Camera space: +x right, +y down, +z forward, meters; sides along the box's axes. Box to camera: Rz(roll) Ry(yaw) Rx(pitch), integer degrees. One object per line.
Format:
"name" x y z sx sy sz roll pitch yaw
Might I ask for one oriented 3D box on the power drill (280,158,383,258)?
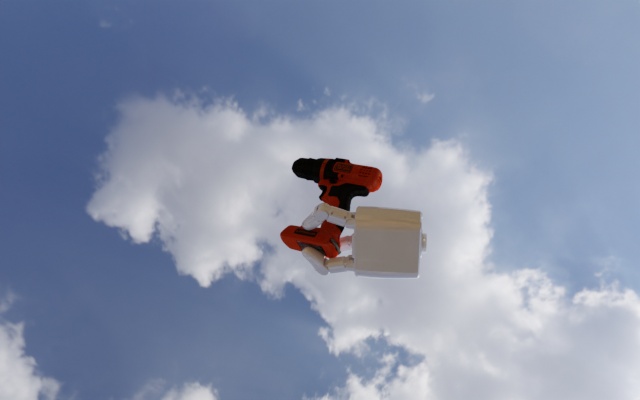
"power drill" 0.000 0.003 0.861 0.184 0.187 0.057 10 -29 29
